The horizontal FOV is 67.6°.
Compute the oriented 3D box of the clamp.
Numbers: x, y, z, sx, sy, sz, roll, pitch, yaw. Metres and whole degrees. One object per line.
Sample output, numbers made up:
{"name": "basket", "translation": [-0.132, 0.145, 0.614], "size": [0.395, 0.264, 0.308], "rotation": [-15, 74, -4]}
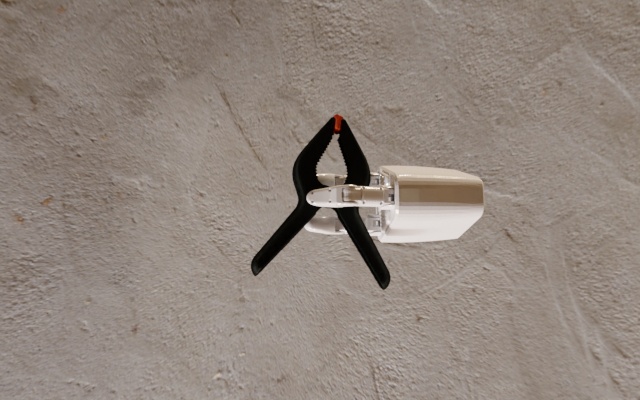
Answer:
{"name": "clamp", "translation": [0.000, 0.001, 0.571], "size": [0.164, 0.210, 0.036], "rotation": [0, -7, -6]}
